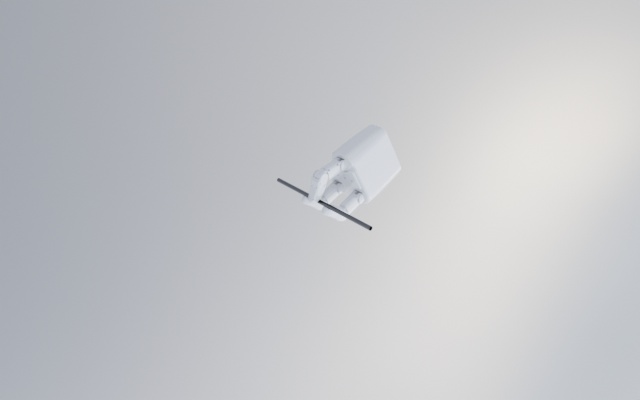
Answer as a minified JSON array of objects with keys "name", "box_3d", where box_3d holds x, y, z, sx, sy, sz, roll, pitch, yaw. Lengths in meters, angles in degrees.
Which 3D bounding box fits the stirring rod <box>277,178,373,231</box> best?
[{"name":"stirring rod","box_3d":[0.000,0.003,0.858,0.239,0.011,0.011,28,18,39]}]
